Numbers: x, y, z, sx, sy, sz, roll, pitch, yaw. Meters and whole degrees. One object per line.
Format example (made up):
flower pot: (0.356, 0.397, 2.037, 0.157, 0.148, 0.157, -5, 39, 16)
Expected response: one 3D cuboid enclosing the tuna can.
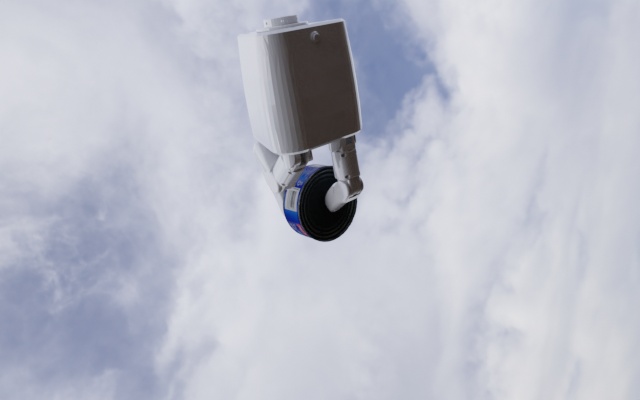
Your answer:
tuna can: (0.000, 0.002, 0.541, 0.086, 0.086, 0.033, 0, 8, -40)
